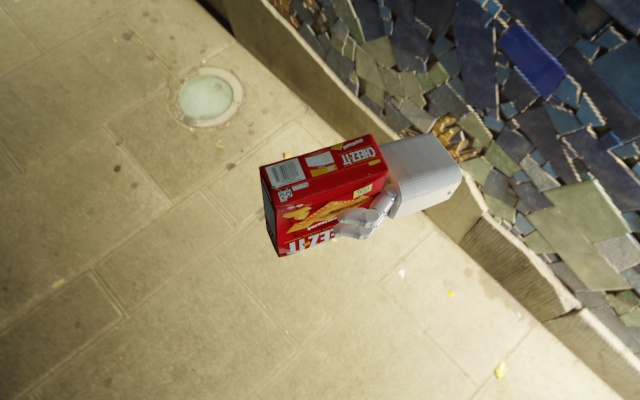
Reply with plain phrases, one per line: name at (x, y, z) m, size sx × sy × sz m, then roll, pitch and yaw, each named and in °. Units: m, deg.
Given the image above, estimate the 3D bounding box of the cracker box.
cracker box at (0.000, 0.002, 0.719) m, size 0.164 × 0.072 × 0.214 m, roll -18°, pitch -22°, yaw -12°
